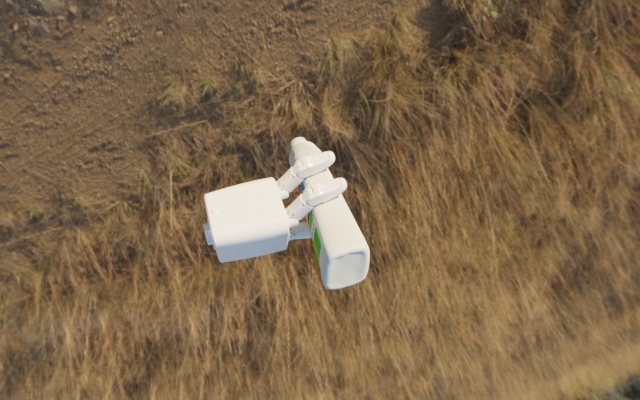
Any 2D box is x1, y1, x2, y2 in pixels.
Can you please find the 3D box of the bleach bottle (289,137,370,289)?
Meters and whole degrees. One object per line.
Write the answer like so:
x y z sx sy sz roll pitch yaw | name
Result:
0.000 0.002 0.727 0.068 0.250 0.103 -13 -38 -11 | bleach bottle
